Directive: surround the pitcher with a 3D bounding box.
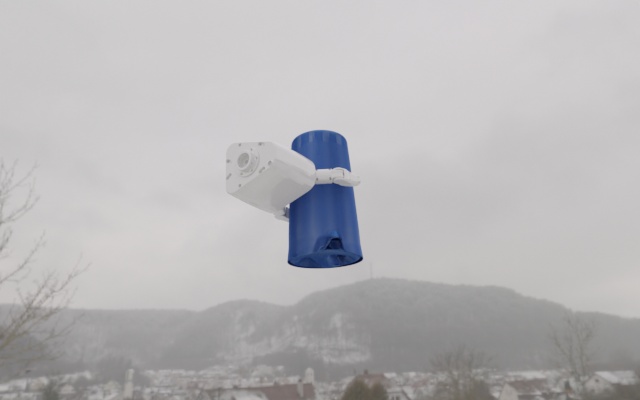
[{"bbox_3d":[0.000,0.003,0.884,0.149,0.242,0.145,-15,-23,31],"label":"pitcher"}]
